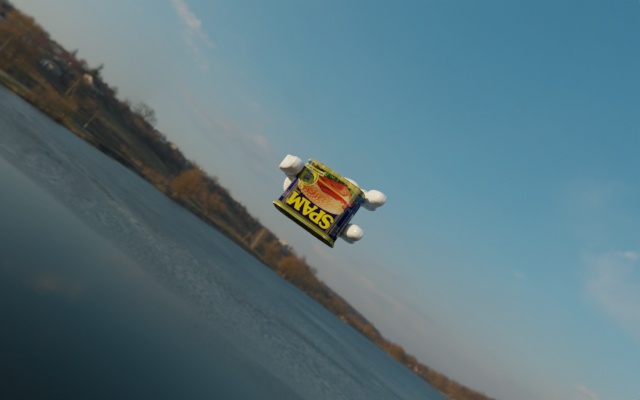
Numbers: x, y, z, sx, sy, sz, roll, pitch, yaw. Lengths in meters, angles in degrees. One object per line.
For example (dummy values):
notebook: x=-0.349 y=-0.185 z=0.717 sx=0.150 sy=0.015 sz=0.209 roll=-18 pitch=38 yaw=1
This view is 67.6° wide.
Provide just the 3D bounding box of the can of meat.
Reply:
can of meat: x=0.000 y=0.002 z=0.664 sx=0.102 sy=0.084 sz=0.057 roll=35 pitch=-10 yaw=12
